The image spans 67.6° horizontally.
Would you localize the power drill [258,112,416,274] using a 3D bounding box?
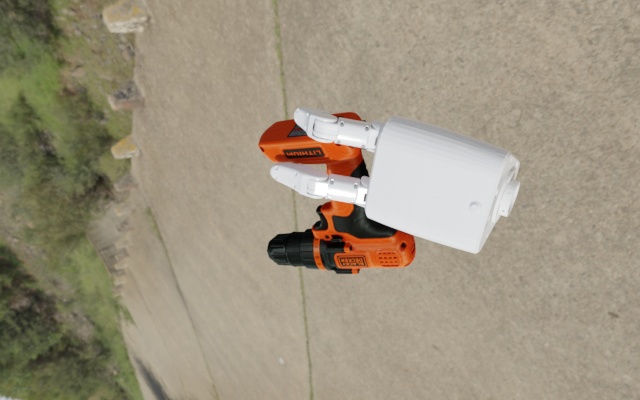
[{"bbox_3d":[0.000,0.001,0.527,0.184,0.188,0.057,-5,36,23],"label":"power drill"}]
